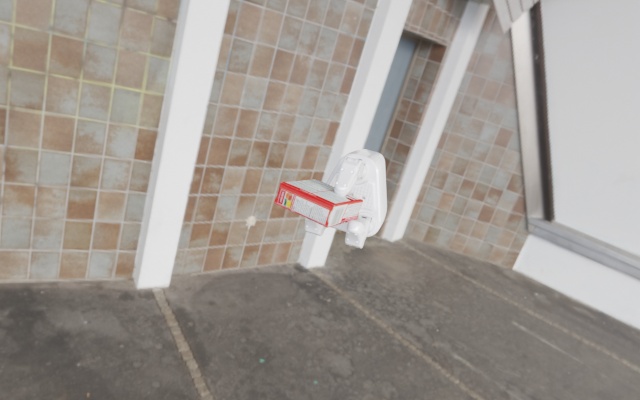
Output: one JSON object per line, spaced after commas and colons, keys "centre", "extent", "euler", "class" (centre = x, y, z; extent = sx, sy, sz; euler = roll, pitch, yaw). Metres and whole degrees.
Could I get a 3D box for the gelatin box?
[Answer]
{"centre": [0.000, 0.001, 0.567], "extent": [0.073, 0.030, 0.089], "euler": [24, 14, 23], "class": "gelatin box"}
